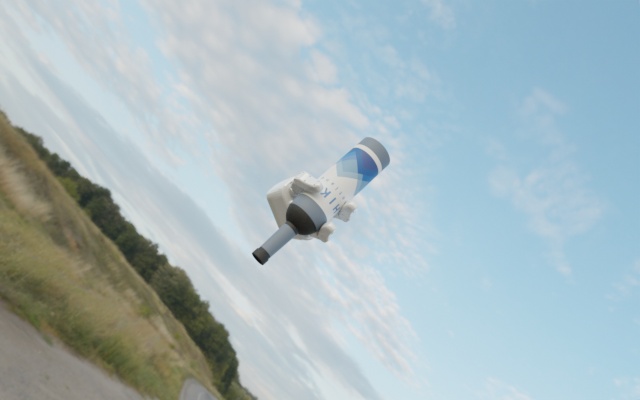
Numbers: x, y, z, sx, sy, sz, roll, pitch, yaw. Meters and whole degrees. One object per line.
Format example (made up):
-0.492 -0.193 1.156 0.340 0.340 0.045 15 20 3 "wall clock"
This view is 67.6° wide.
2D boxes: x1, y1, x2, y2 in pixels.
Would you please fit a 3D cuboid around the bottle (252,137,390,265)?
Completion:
0.000 0.002 0.820 0.295 0.069 0.069 -42 18 -21 "bottle"
